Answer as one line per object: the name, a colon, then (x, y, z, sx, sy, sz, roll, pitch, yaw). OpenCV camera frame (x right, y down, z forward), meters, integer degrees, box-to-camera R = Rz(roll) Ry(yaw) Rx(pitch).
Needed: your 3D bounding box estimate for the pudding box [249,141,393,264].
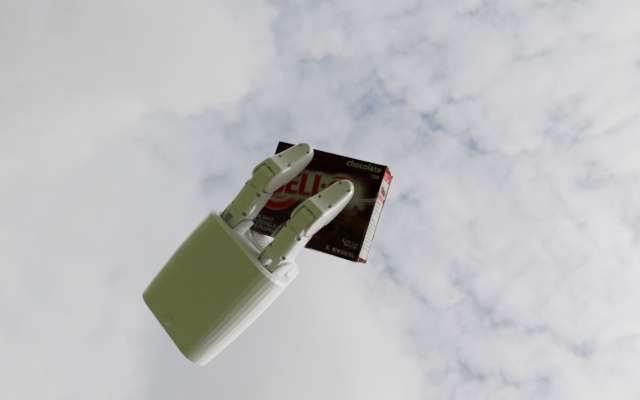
pudding box: (0.000, 0.002, 0.443, 0.113, 0.090, 0.039, 15, -8, 19)
